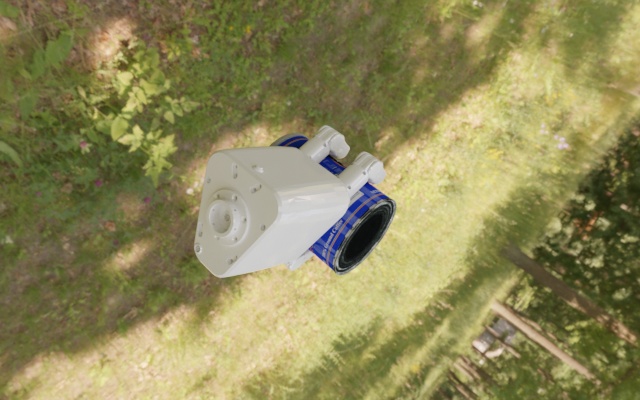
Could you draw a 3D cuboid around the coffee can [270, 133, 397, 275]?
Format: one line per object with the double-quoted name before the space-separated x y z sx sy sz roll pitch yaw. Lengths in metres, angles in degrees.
"coffee can" 0.000 0.002 0.545 0.140 0.103 0.103 38 18 24
